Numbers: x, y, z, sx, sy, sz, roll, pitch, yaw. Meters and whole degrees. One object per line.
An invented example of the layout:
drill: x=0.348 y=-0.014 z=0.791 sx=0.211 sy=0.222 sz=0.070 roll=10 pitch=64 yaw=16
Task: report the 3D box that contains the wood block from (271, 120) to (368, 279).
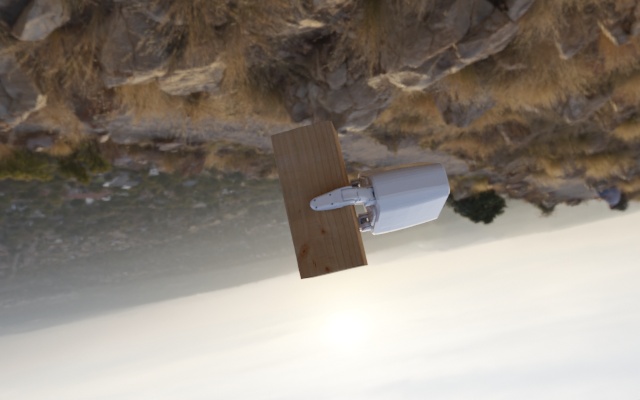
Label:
wood block: x=0.000 y=0.002 z=0.692 sx=0.090 sy=0.206 sz=0.091 roll=-14 pitch=-10 yaw=7
